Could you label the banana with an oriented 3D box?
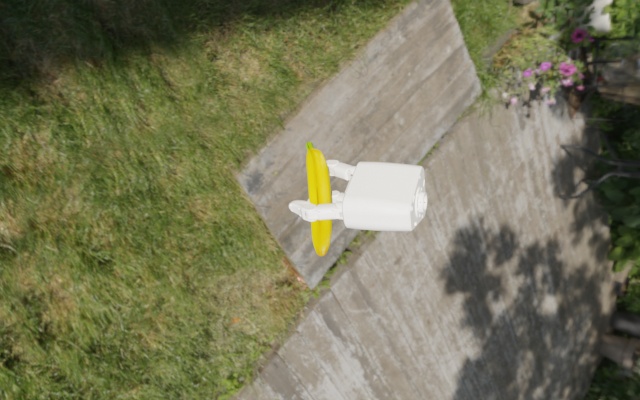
[{"bbox_3d":[0.000,0.001,0.792,0.037,0.198,0.069,-4,7,1],"label":"banana"}]
